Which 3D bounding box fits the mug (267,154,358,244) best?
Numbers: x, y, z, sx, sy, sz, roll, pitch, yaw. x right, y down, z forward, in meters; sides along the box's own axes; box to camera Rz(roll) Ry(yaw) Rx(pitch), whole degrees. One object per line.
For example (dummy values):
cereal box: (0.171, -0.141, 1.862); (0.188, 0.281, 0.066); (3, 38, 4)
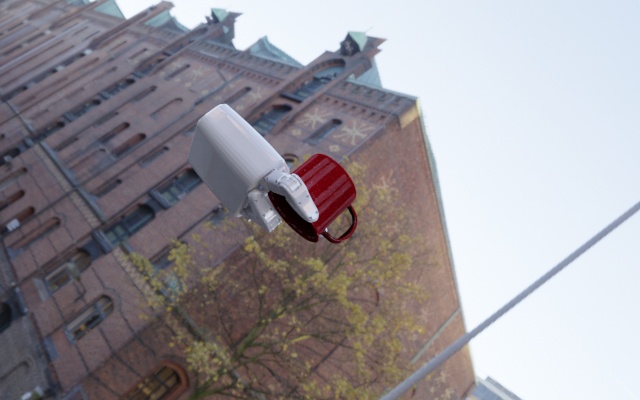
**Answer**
mug: (0.001, 0.003, 0.616); (0.081, 0.117, 0.093); (-42, -4, -19)
